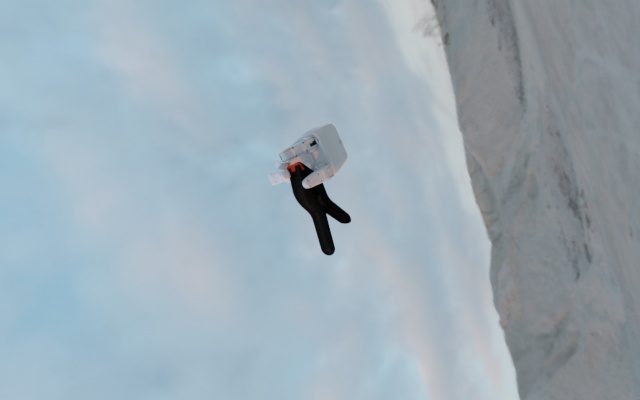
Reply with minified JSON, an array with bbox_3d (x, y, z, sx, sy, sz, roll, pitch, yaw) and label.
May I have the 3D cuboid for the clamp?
[{"bbox_3d":[0.000,0.003,0.867,0.039,0.171,0.120,-21,11,25],"label":"clamp"}]
